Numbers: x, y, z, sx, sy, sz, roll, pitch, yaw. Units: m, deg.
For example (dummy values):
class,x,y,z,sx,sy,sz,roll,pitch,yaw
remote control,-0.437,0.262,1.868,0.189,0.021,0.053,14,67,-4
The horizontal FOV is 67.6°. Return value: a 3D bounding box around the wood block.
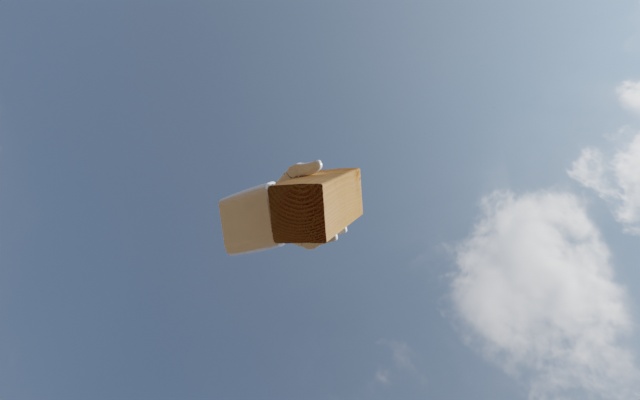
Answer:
class,x,y,z,sx,sy,sz,roll,pitch,yaw
wood block,0.000,0.002,0.799,0.090,0.091,0.206,-2,10,20
